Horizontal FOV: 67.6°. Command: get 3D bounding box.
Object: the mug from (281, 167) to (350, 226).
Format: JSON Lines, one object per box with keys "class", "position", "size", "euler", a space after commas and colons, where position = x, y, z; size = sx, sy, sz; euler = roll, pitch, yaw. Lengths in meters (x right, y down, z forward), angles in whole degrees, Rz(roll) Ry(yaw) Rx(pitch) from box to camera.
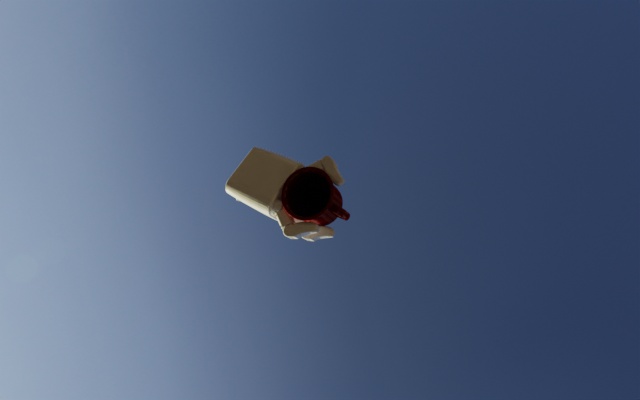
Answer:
{"class": "mug", "position": [0.001, 0.003, 0.820], "size": [0.117, 0.093, 0.081], "euler": [25, -6, 23]}
